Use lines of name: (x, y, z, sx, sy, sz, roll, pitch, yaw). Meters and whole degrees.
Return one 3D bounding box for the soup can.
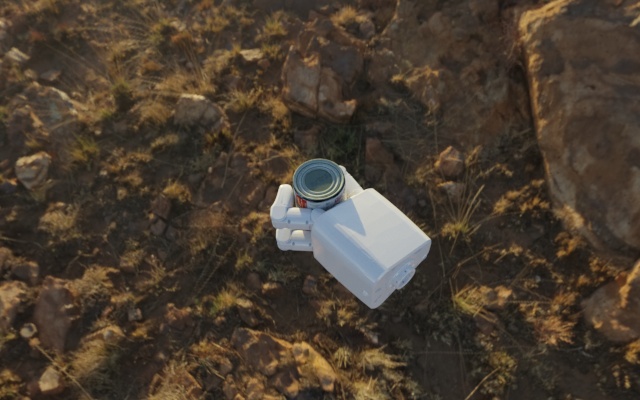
soup can: (0.000, 0.002, 0.632, 0.068, 0.068, 0.102, 0, -34, 4)
